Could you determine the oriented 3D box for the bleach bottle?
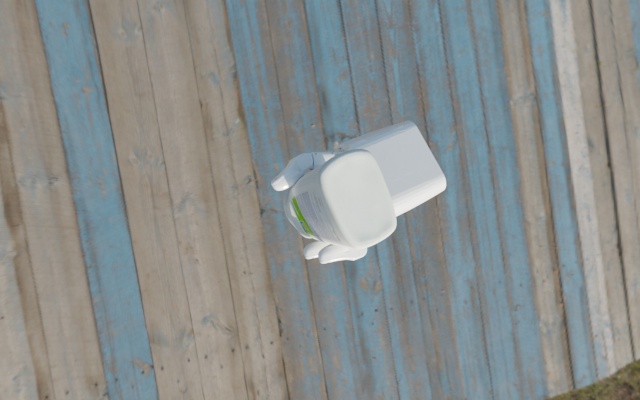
[{"bbox_3d":[0.000,0.002,0.593,0.068,0.102,0.251,-25,7,-18],"label":"bleach bottle"}]
